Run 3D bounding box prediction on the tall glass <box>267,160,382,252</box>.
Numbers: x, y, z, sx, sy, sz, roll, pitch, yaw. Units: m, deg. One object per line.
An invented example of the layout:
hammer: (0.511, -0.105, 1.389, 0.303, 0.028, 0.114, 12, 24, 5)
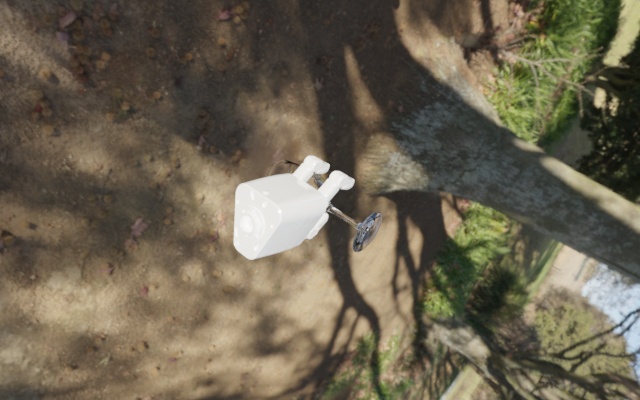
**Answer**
tall glass: (0.001, 0.003, 0.797, 0.201, 0.079, 0.079, 33, 16, 27)
